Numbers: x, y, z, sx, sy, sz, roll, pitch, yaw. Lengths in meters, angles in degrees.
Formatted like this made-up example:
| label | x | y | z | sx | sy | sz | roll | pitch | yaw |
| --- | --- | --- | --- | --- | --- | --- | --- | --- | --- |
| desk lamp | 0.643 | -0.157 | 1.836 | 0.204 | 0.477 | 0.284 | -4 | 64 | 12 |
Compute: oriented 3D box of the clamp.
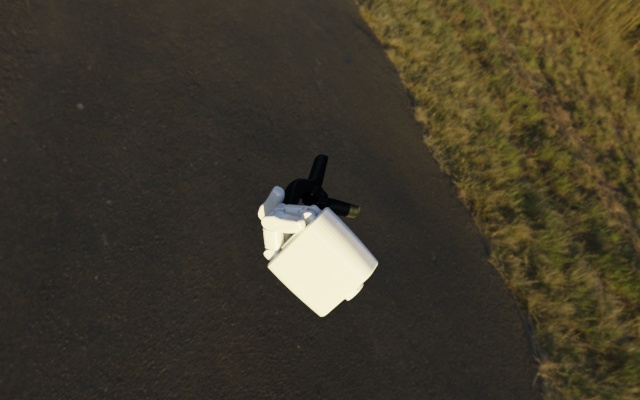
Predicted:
| label | x | y | z | sx | sy | sz | roll | pitch | yaw |
| --- | --- | --- | --- | --- | --- | --- | --- | --- | --- |
| clamp | 0.000 | 0.002 | 0.753 | 0.039 | 0.120 | 0.171 | -41 | 2 | 40 |
